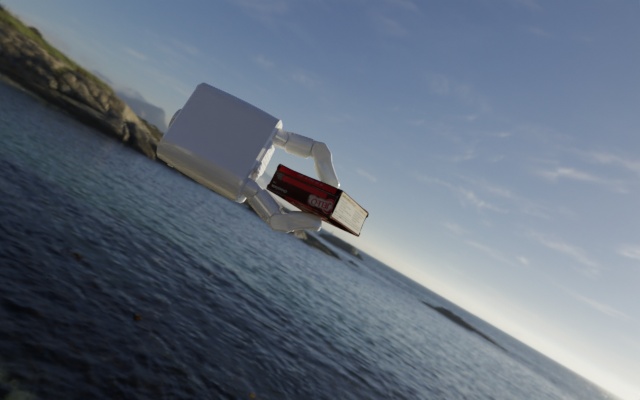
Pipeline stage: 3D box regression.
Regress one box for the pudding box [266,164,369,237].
[{"bbox_3d":[0.000,0.002,0.576,0.090,0.039,0.113,25,-3,26],"label":"pudding box"}]
